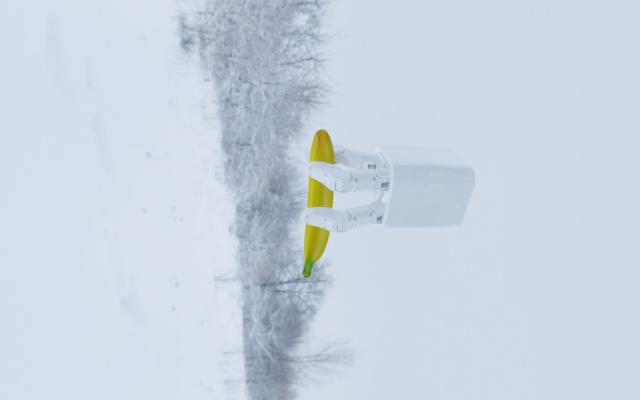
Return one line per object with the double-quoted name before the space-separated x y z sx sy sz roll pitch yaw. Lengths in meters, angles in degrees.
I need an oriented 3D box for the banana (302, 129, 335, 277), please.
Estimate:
"banana" 0.000 0.000 0.639 0.037 0.198 0.069 4 15 -2
